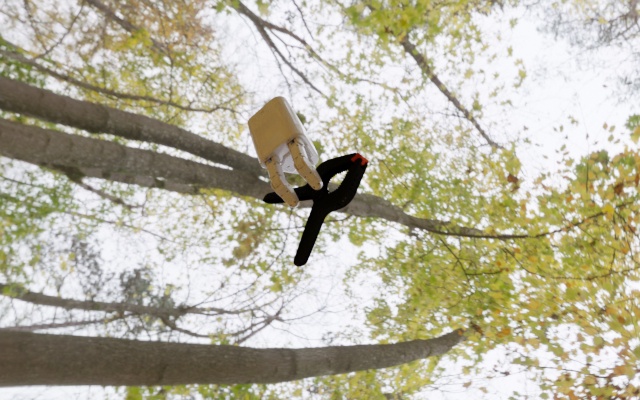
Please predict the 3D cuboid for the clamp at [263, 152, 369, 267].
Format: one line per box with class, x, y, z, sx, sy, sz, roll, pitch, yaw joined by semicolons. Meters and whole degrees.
clamp;0.001;0.002;0.818;0.210;0.164;0.036;-36;-34;20
